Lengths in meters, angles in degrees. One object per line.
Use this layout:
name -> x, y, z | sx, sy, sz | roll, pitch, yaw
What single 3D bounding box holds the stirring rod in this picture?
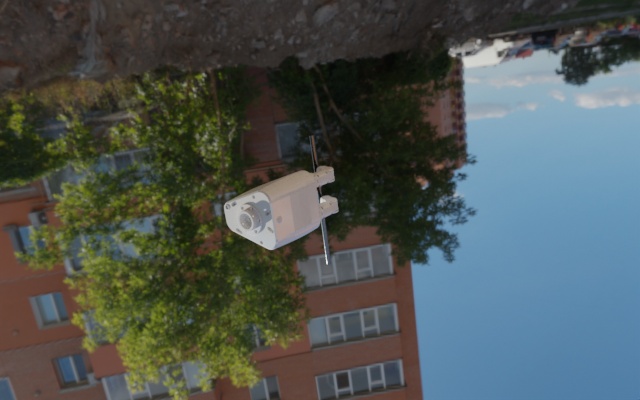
stirring rod -> 0.000, 0.003, 0.854 | 0.011, 0.239, 0.011 | -7, 16, 2
